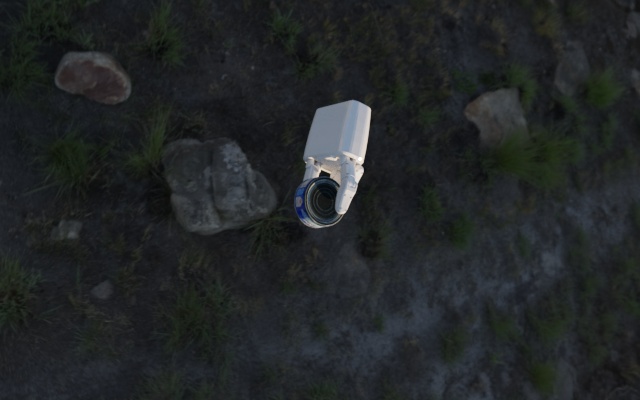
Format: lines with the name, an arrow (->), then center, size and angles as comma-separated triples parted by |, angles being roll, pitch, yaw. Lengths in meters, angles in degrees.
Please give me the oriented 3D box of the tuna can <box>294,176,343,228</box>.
tuna can -> 0.000, 0.003, 0.801 | 0.086, 0.086, 0.034 | 0, -5, -33
